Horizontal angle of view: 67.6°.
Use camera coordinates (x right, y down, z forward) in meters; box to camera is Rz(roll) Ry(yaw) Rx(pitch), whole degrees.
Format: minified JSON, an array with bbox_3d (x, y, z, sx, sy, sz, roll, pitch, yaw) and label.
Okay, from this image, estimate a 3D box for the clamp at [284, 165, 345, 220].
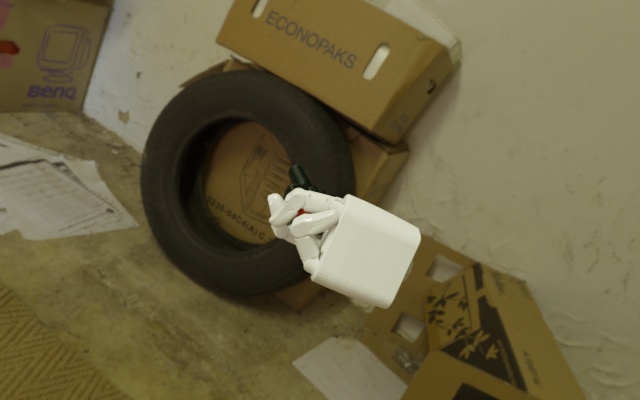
[{"bbox_3d":[0.000,0.002,0.691,0.120,0.039,0.171,22,21,-5],"label":"clamp"}]
